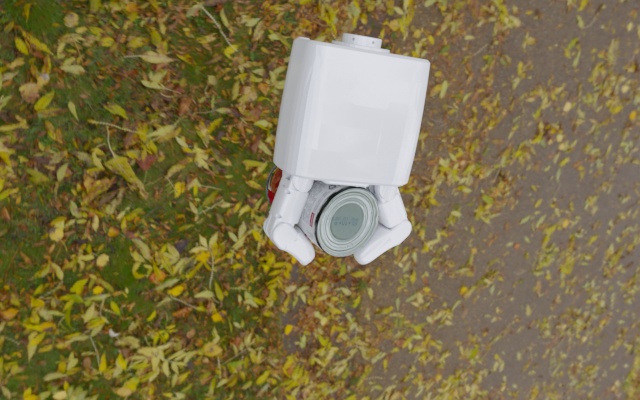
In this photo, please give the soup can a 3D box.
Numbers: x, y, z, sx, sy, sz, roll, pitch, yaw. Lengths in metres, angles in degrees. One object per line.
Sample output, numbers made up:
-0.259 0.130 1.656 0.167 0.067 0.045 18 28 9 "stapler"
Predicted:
0.000 0.002 0.451 0.068 0.068 0.102 0 21 -32 "soup can"
